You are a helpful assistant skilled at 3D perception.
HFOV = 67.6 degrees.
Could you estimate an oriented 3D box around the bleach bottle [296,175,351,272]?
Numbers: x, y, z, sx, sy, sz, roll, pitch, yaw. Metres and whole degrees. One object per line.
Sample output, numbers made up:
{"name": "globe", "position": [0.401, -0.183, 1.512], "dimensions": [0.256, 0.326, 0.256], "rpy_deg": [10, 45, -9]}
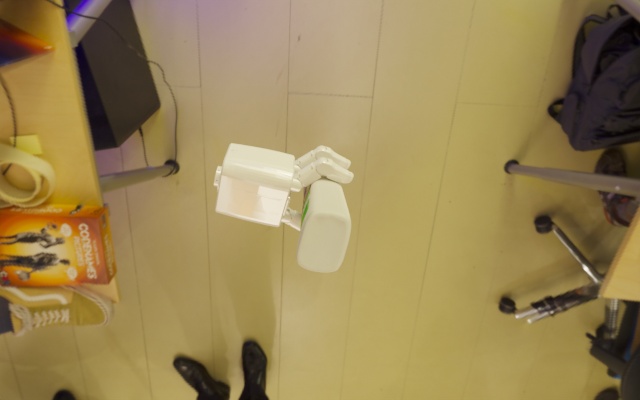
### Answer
{"name": "bleach bottle", "position": [0.000, 0.002, 0.761], "dimensions": [0.068, 0.103, 0.250], "rpy_deg": [11, 25, -8]}
